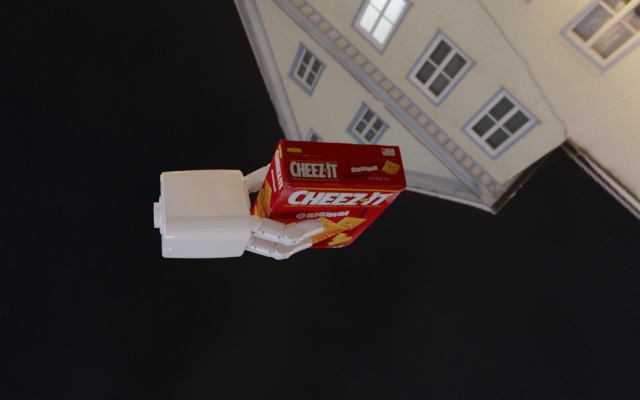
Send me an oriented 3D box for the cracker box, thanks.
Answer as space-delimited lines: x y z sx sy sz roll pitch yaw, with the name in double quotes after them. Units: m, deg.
0.000 0.002 0.678 0.164 0.072 0.214 0 -25 -19 "cracker box"
